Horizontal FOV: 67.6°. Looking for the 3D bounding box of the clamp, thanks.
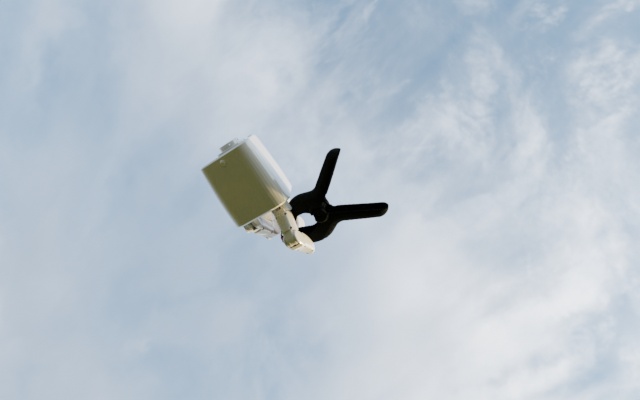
[{"bbox_3d":[0.000,0.002,0.704,0.171,0.120,0.039,-28,9,21],"label":"clamp"}]
